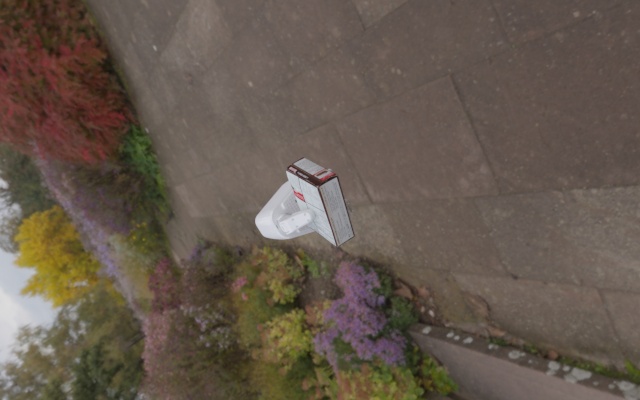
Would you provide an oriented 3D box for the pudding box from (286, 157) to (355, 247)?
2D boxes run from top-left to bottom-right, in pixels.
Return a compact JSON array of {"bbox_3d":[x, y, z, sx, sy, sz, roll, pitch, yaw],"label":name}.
[{"bbox_3d":[0.000,0.002,0.698,0.039,0.114,0.090,-34,36,-20],"label":"pudding box"}]
